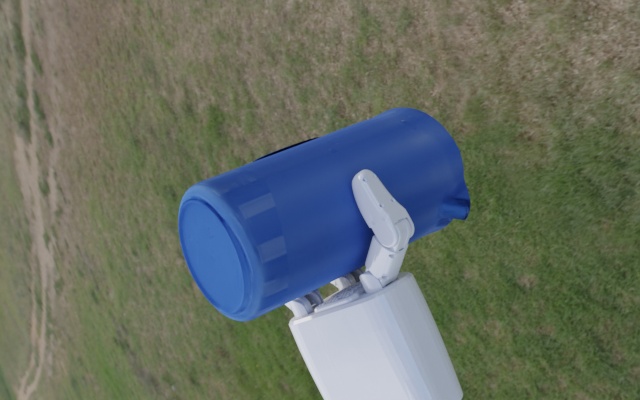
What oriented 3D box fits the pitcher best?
[{"bbox_3d":[0.000,0.002,0.425,0.243,0.145,0.149,-22,-4,-38],"label":"pitcher"}]
